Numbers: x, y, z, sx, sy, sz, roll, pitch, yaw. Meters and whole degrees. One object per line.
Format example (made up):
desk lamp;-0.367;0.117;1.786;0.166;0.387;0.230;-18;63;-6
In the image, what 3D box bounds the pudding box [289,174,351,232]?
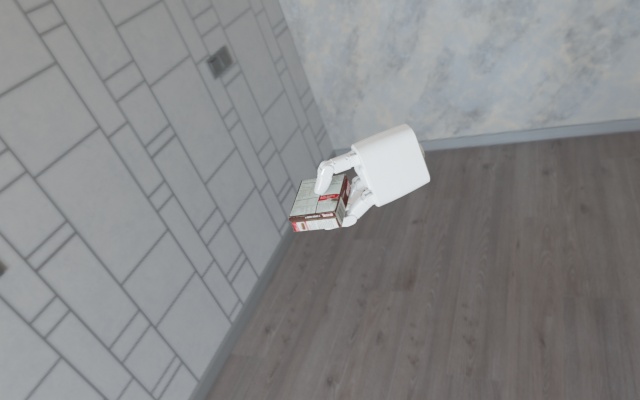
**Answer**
pudding box;0.000;0.003;0.852;0.090;0.039;0.113;-8;35;20
